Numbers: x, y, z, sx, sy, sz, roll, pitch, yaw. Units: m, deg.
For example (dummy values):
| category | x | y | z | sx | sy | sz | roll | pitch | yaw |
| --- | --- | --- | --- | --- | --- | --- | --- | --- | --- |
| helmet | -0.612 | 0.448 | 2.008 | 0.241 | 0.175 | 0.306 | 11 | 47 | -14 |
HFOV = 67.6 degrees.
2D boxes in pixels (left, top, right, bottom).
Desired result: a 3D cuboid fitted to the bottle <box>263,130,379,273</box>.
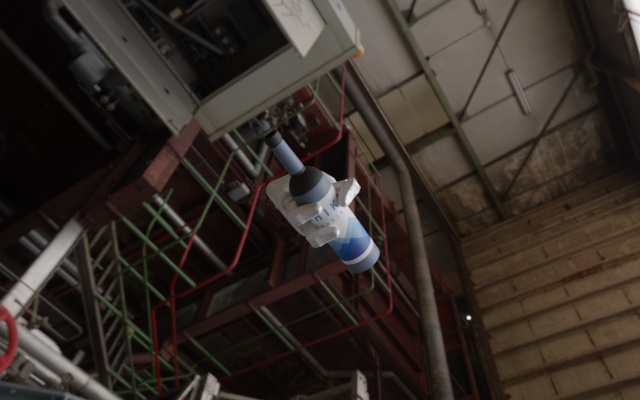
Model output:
| category | x | y | z | sx | sy | sz | roll | pitch | yaw |
| --- | --- | --- | --- | --- | --- | --- | --- | --- | --- |
| bottle | 0.000 | 0.003 | 0.815 | 0.069 | 0.296 | 0.069 | -29 | 27 | 16 |
